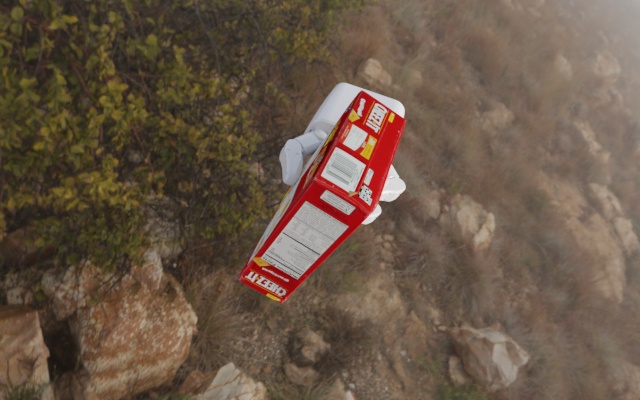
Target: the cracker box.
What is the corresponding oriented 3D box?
[{"bbox_3d":[0.000,0.002,0.553,0.072,0.164,0.214,32,-44,-7],"label":"cracker box"}]
